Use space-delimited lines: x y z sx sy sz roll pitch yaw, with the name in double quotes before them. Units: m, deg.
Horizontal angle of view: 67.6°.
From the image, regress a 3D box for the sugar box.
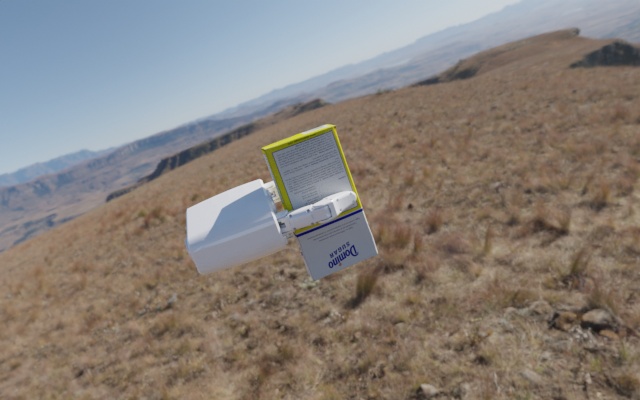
"sugar box" 0.000 0.002 0.602 0.093 0.176 0.048 -21 14 -9
